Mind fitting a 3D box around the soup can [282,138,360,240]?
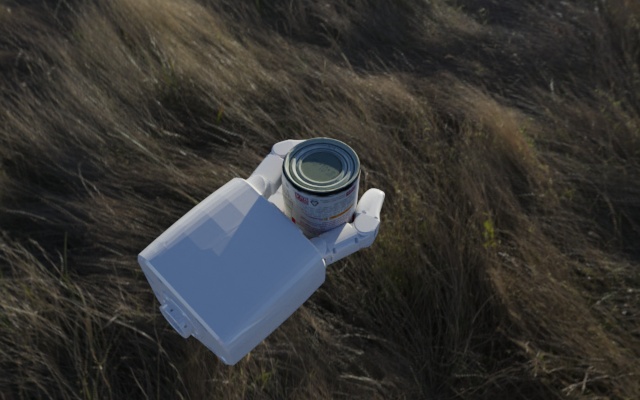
[{"bbox_3d":[0.000,0.001,0.439,0.068,0.068,0.102,0,-40,-1],"label":"soup can"}]
